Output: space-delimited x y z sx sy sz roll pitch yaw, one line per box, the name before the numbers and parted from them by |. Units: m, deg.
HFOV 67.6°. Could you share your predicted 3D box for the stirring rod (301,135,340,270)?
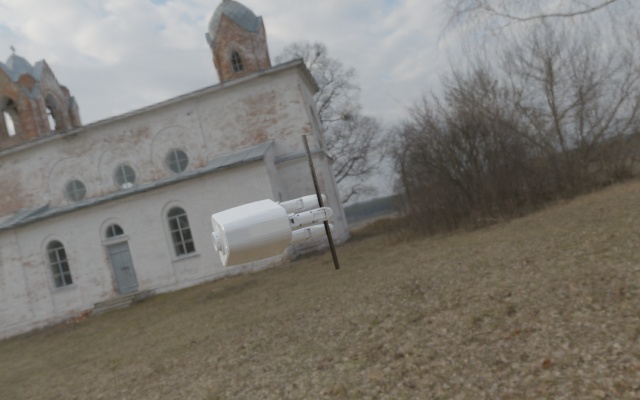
stirring rod | 0.000 0.003 0.831 0.011 0.239 0.011 -14 -1 0
